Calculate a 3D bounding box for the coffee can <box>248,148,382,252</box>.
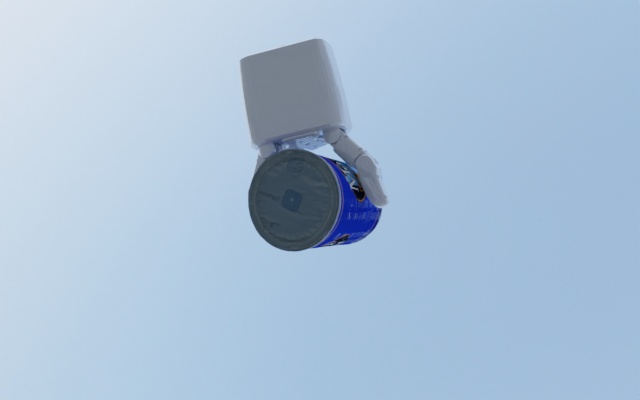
[{"bbox_3d":[0.000,0.002,0.535,0.103,0.103,0.140,0,-2,25],"label":"coffee can"}]
